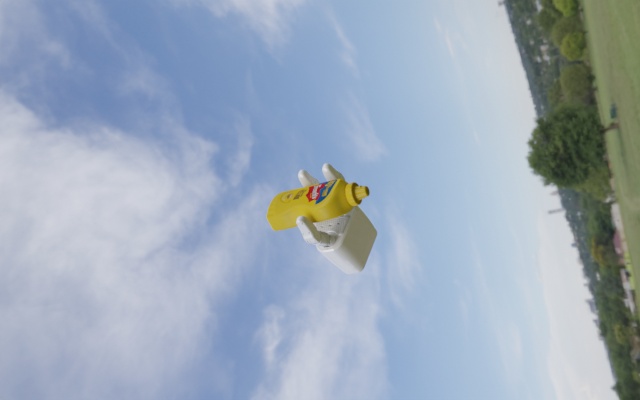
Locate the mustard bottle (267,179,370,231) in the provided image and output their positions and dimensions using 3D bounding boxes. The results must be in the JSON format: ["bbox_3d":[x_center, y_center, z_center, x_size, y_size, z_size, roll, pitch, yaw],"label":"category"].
[{"bbox_3d":[0.000,0.003,0.865,0.191,0.058,0.096,-12,26,30],"label":"mustard bottle"}]
